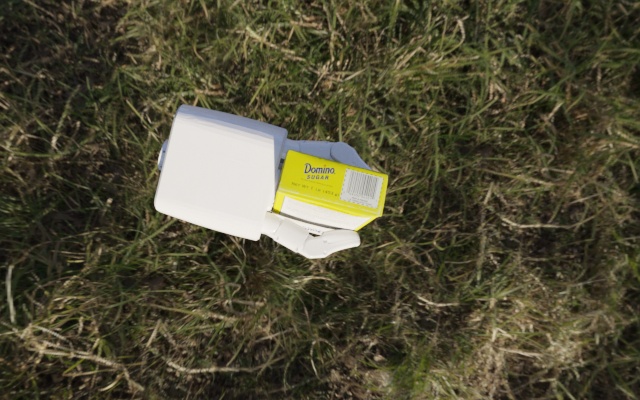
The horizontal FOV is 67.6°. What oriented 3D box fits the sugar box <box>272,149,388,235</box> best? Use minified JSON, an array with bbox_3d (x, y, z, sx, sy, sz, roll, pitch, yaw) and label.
[{"bbox_3d":[0.000,0.001,0.489,0.093,0.048,0.176,15,-10,-6],"label":"sugar box"}]
